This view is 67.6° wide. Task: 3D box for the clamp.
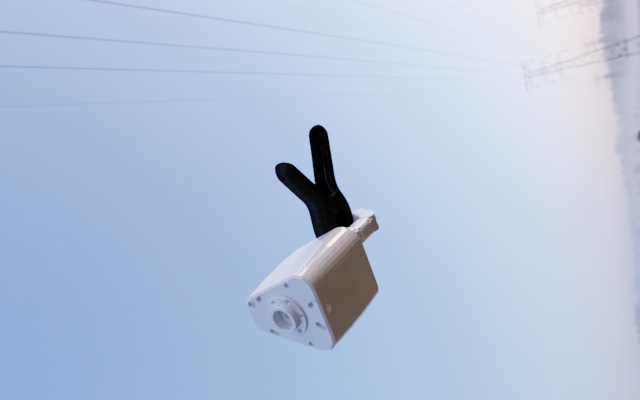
[{"bbox_3d":[0.000,0.002,0.585,0.039,0.171,0.120,-10,17,36],"label":"clamp"}]
